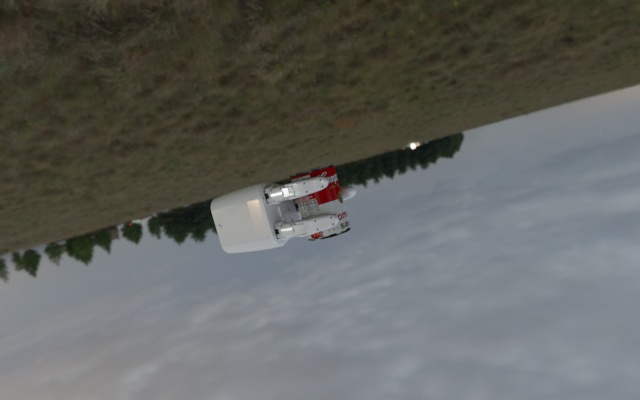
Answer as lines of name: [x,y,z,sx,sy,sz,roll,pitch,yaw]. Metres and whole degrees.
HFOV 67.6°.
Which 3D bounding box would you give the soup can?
soup can: [0.001,0.002,0.709,0.068,0.102,0.068,-15,4,1]
